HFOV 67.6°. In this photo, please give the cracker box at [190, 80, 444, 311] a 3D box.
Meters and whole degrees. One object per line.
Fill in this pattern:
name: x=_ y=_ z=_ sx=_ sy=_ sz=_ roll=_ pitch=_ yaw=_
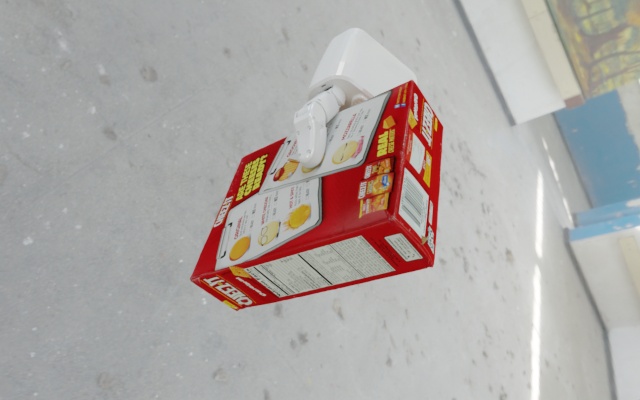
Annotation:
cracker box: x=0.000 y=0.001 z=0.435 sx=0.214 sy=0.164 sz=0.072 roll=-20 pitch=-51 yaw=34
